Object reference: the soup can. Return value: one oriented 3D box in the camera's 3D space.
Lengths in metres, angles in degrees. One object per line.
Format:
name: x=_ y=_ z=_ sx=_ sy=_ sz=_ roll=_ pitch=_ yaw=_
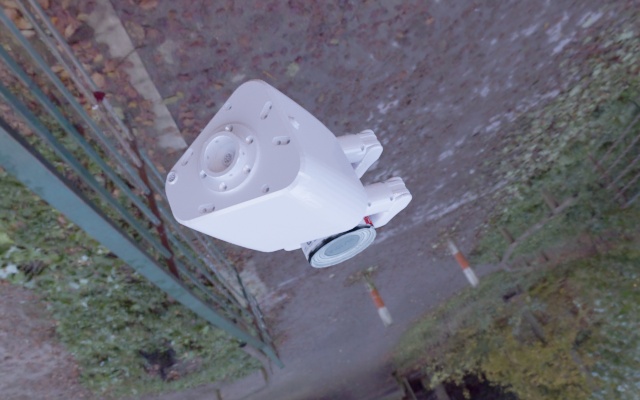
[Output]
soup can: x=0.000 y=0.002 z=0.441 sx=0.068 sy=0.102 sz=0.068 roll=-22 pitch=-25 yaw=-11
